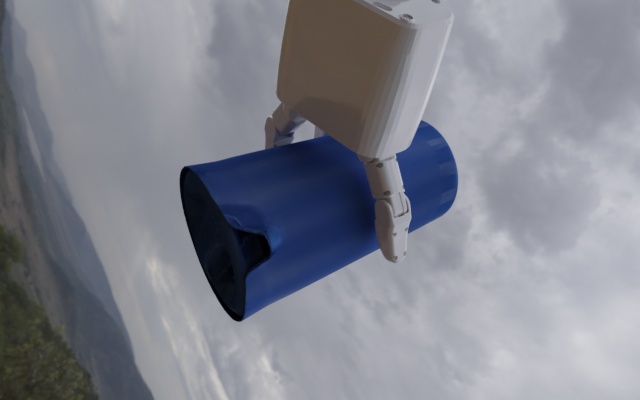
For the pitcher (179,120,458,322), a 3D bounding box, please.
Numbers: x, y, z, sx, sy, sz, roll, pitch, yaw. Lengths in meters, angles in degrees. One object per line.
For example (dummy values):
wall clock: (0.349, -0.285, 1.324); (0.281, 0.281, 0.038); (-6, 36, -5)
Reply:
pitcher: (0.000, 0.001, 0.449); (0.243, 0.145, 0.149); (-20, 53, -27)
